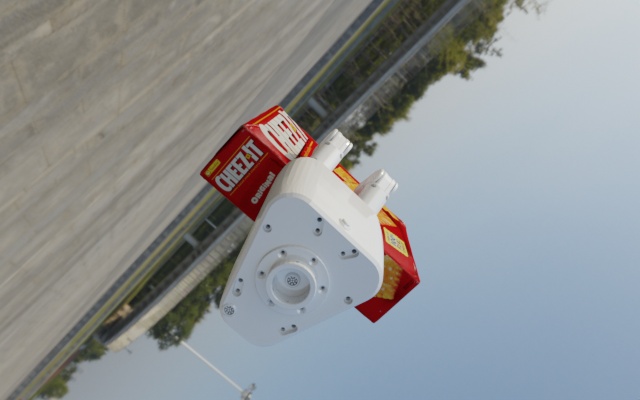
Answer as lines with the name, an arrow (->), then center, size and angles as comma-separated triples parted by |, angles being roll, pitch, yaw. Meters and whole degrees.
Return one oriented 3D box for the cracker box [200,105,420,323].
cracker box -> 0.000, 0.002, 0.499 | 0.214, 0.072, 0.164 | 43, 16, -8
